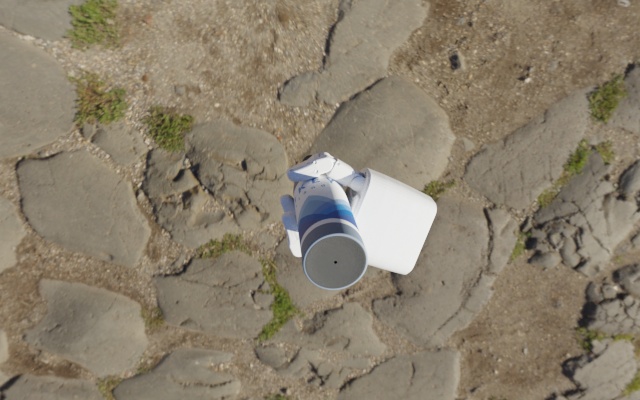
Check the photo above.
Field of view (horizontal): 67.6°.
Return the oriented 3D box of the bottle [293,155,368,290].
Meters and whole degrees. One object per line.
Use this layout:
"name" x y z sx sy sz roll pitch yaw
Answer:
"bottle" 0.000 0.002 0.610 0.069 0.069 0.295 0 24 -6
